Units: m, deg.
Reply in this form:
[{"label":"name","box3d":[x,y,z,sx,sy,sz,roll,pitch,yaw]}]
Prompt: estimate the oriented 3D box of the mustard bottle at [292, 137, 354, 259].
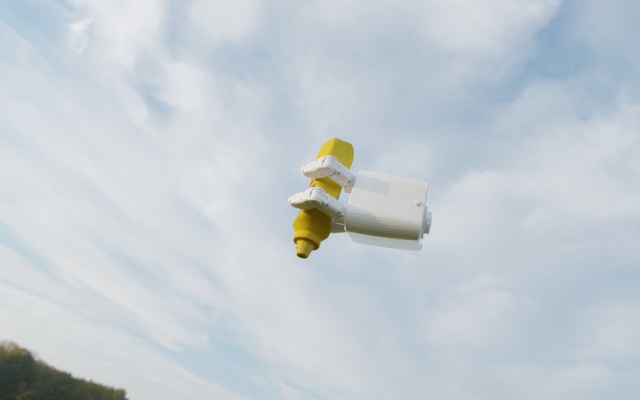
[{"label":"mustard bottle","box3d":[0.000,0.002,0.733,0.058,0.191,0.096,22,-31,-6]}]
